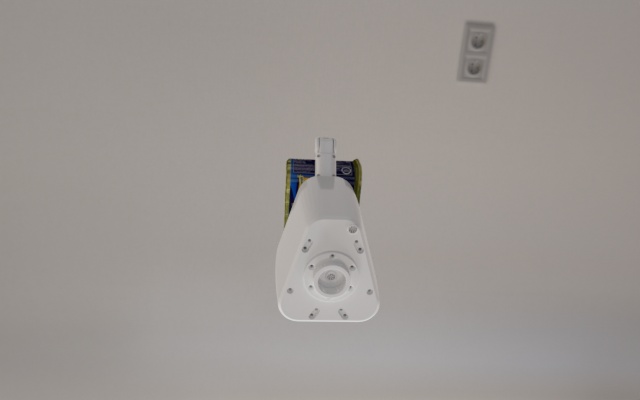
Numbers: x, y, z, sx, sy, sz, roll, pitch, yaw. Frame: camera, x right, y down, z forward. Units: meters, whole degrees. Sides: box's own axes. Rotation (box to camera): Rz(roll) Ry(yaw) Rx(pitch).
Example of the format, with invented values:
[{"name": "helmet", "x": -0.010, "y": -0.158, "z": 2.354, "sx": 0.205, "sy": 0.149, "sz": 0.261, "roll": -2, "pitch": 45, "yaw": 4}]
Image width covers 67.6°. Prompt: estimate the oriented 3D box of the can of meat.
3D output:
[{"name": "can of meat", "x": 0.000, "y": 0.002, "z": 0.556, "sx": 0.084, "sy": 0.102, "sz": 0.057, "roll": 2, "pitch": 23, "yaw": -4}]
